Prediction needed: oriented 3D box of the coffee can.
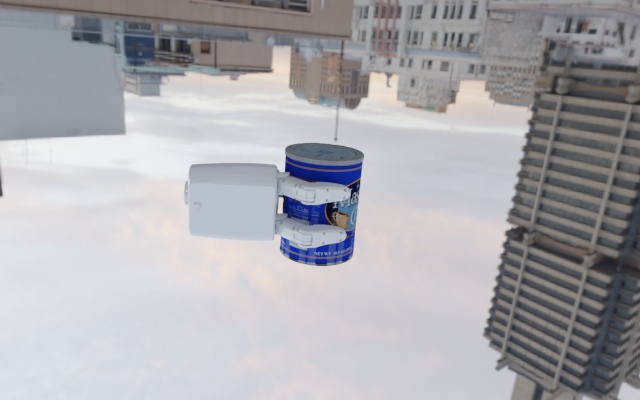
[{"bbox_3d":[0.000,0.002,0.635,0.103,0.140,0.102,4,18,-1],"label":"coffee can"}]
